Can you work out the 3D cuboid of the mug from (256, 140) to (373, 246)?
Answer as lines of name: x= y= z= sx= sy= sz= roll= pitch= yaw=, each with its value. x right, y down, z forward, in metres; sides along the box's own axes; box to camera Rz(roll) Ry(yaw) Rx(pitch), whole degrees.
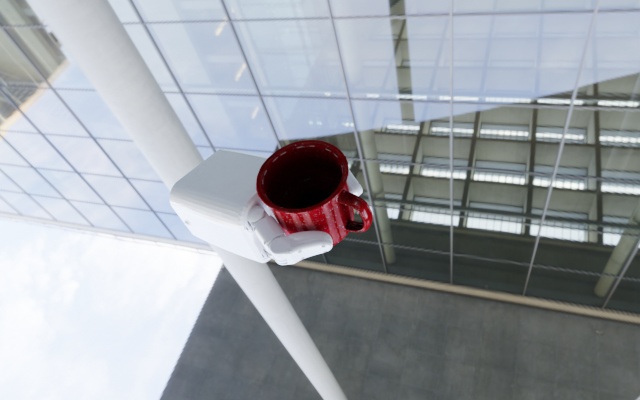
mug: x=0.001 y=0.002 z=0.490 sx=0.117 sy=0.093 sz=0.082 roll=17 pitch=-31 yaw=25
